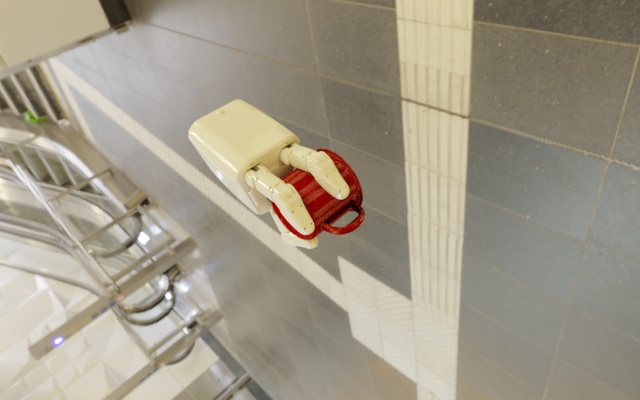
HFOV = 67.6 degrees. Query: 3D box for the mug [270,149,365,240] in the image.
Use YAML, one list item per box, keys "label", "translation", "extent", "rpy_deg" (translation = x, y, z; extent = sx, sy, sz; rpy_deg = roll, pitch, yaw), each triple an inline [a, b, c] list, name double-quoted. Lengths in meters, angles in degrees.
- label: "mug"
  translation: [0.001, 0.003, 0.586]
  extent: [0.081, 0.093, 0.117]
  rpy_deg: [-37, 59, -28]
